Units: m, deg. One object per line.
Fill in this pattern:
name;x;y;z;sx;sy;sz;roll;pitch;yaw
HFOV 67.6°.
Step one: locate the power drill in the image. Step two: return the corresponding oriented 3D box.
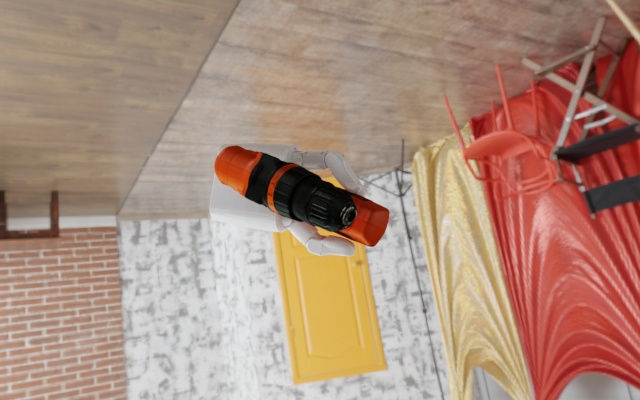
power drill;0.000;0.002;0.524;0.184;0.057;0.188;26;0;39
